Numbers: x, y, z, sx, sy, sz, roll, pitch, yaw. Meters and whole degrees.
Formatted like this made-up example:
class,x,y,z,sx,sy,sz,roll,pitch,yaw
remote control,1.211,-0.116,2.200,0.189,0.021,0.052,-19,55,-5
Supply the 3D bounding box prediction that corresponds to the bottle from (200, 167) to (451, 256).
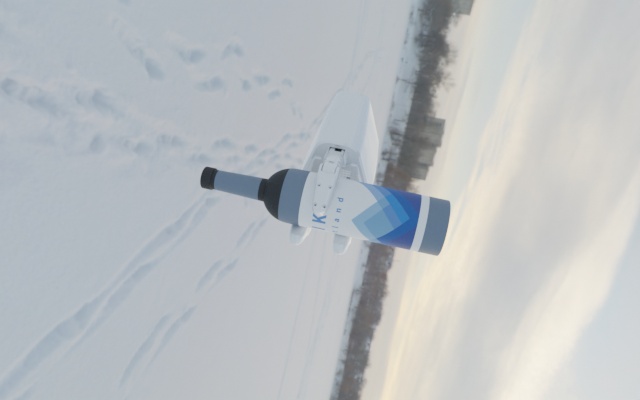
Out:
class,x,y,z,sx,sy,sz,roll,pitch,yaw
bottle,0.000,0.002,0.572,0.295,0.069,0.069,12,1,6
